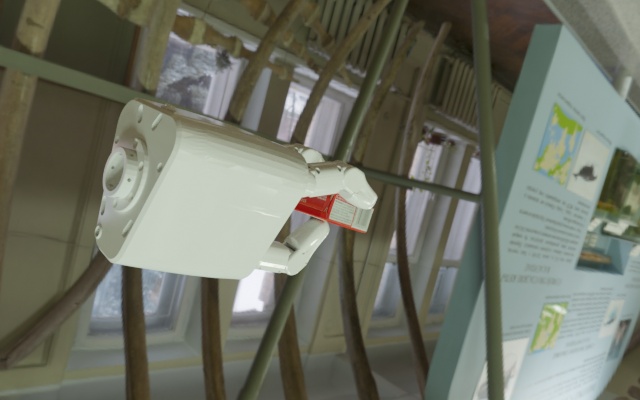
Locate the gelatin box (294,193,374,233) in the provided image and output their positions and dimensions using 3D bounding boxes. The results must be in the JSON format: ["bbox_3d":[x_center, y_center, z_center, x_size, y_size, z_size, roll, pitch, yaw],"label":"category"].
[{"bbox_3d":[0.000,0.002,0.457,0.073,0.030,0.089,19,-1,31],"label":"gelatin box"}]
